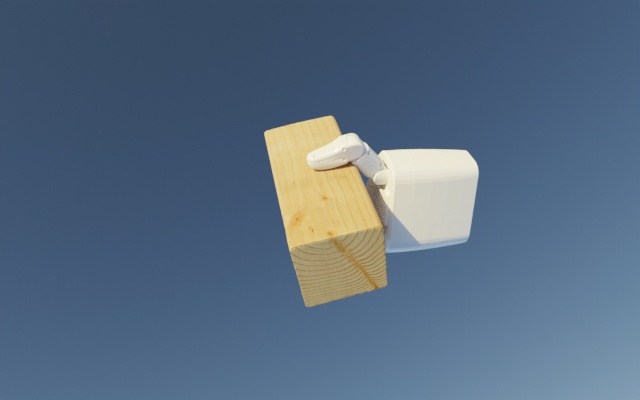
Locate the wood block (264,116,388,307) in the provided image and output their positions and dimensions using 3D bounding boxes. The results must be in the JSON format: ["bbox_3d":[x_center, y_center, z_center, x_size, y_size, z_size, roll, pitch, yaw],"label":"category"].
[{"bbox_3d":[0.000,0.002,0.536,0.090,0.091,0.206,-14,41,-4],"label":"wood block"}]
